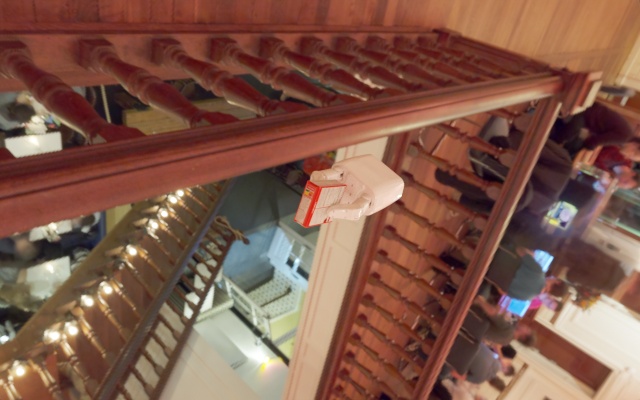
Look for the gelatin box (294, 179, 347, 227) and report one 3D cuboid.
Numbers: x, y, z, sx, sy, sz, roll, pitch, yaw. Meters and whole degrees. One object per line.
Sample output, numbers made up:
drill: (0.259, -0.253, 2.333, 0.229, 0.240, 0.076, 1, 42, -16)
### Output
gelatin box: (0.000, 0.003, 0.804, 0.030, 0.073, 0.089, 30, 19, 27)
